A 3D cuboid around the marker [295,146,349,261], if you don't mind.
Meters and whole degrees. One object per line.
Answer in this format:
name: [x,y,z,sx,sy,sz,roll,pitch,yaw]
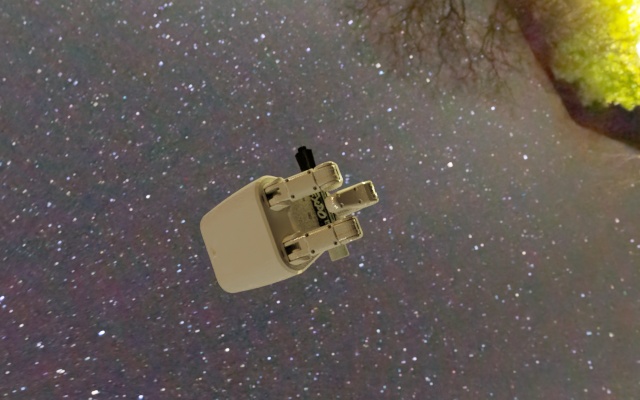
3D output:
marker: [0.000,0.002,0.486,0.020,0.121,0.020,-19,-7,-3]
